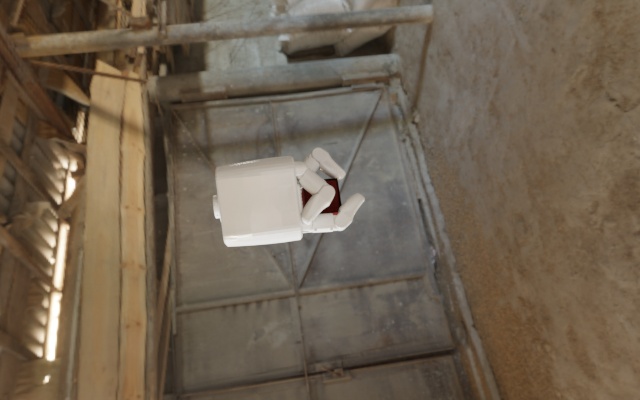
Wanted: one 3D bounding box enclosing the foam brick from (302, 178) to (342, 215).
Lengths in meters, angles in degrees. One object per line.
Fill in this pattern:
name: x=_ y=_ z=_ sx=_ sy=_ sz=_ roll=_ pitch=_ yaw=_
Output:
foam brick: x=0.000 y=0.002 z=0.717 sx=0.051 sy=0.053 sz=0.078 roll=-7 pitch=-13 yaw=-6
